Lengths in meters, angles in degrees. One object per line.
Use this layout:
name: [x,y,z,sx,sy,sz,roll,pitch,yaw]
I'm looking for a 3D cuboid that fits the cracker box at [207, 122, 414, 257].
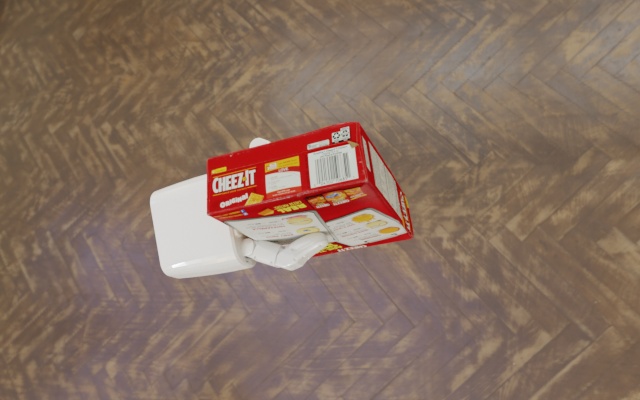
cracker box: [0.000,0.002,0.536,0.164,0.072,0.214,-12,-22,18]
